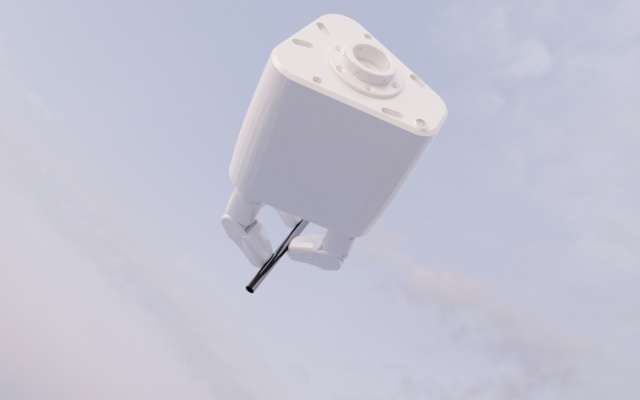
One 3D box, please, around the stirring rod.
[{"bbox_3d":[0.000,0.002,0.456,0.011,0.011,0.239,0,35,34],"label":"stirring rod"}]
